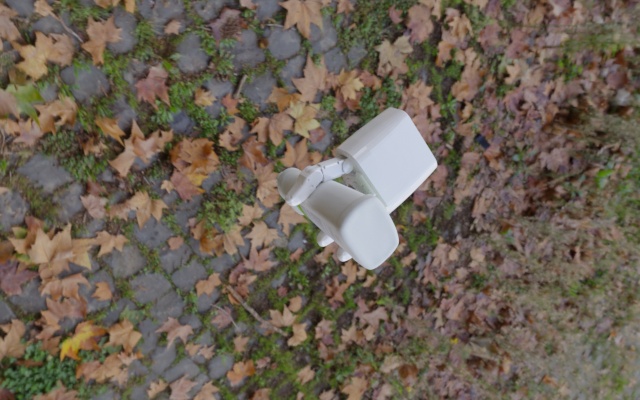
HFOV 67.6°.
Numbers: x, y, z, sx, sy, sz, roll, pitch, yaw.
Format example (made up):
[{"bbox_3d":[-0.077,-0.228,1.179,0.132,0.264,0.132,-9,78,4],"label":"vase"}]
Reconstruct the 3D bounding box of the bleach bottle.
[{"bbox_3d":[0.000,0.002,0.679,0.068,0.103,0.250,-42,36,-12],"label":"bleach bottle"}]
